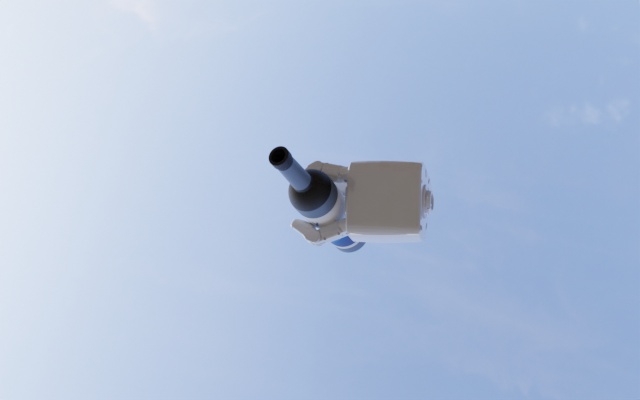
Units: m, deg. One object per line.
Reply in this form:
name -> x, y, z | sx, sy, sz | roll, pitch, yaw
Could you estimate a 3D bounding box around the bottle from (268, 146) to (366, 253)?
bottle -> 0.000, 0.002, 0.708 | 0.069, 0.069, 0.296 | 0, -23, 22
